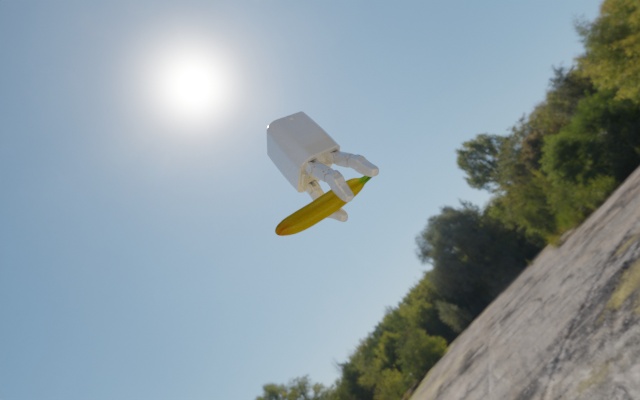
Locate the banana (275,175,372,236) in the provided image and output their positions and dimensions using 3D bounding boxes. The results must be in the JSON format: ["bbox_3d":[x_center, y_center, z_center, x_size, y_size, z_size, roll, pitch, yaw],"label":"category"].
[{"bbox_3d":[0.002,0.009,0.828,0.198,0.037,0.070,-34,-18,-17],"label":"banana"}]
